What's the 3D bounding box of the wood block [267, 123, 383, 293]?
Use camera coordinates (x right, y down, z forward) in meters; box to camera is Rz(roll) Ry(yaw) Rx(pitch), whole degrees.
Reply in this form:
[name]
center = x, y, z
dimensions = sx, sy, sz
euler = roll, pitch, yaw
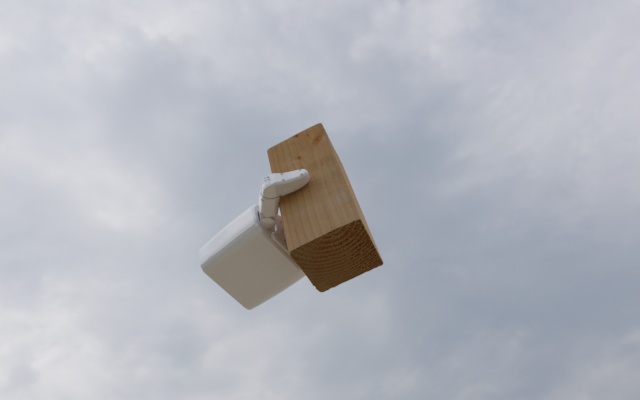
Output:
[wood block]
center = 0.000, 0.002, 0.626
dimensions = 0.090, 0.091, 0.206
euler = -26, 42, 7
